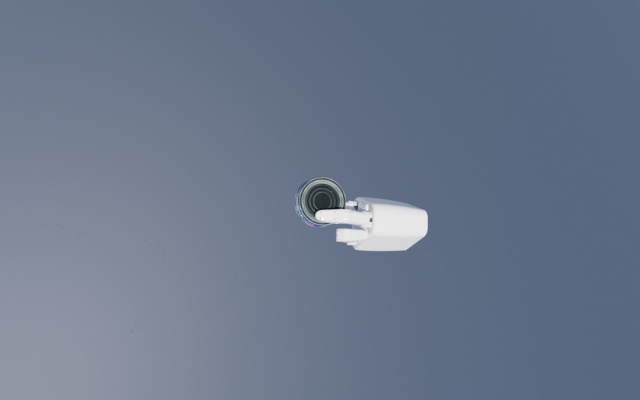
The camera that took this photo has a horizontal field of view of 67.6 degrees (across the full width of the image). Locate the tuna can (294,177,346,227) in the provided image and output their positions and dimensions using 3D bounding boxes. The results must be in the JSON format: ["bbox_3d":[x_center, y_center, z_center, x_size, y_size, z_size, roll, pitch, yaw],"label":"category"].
[{"bbox_3d":[0.000,0.003,0.822,0.086,0.086,0.034,0,-5,-14],"label":"tuna can"}]
